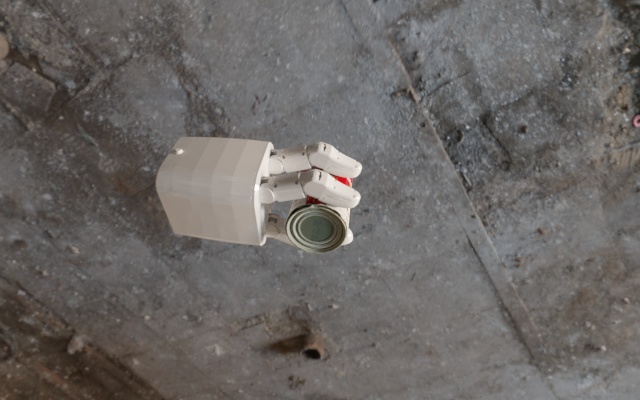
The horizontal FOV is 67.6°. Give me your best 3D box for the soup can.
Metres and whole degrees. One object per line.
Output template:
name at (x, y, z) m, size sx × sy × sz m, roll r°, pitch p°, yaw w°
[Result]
soup can at (0.001, 0.002, 0.539) m, size 0.068 × 0.069 × 0.102 m, roll 0°, pitch 37°, yaw 7°
